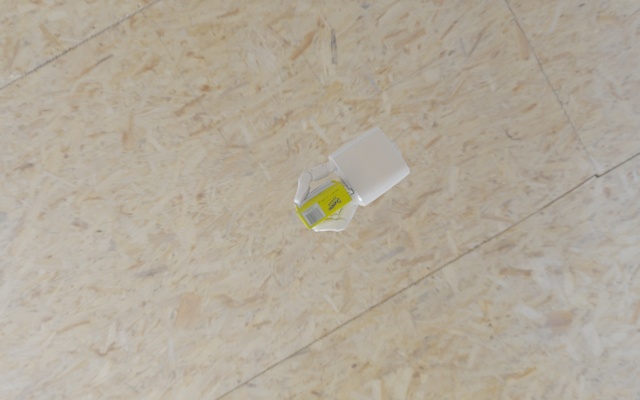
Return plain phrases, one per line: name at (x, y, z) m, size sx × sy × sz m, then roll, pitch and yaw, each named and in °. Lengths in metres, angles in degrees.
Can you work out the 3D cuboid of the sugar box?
sugar box at (0.001, 0.003, 0.894) m, size 0.093 × 0.048 × 0.176 m, roll -34°, pitch 4°, yaw -1°
